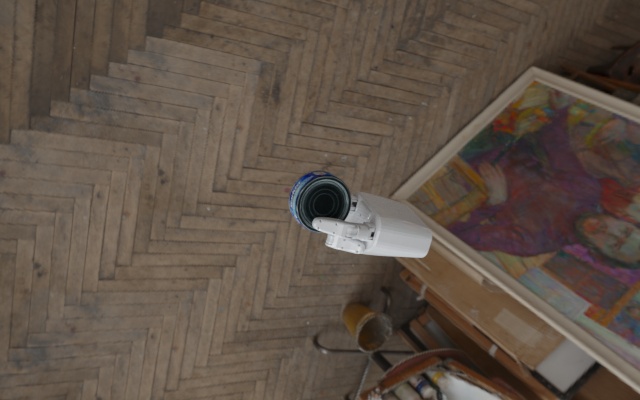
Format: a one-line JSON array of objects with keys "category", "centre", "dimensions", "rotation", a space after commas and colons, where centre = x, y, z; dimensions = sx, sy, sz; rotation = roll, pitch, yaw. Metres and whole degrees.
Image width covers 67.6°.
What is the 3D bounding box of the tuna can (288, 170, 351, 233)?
[{"category": "tuna can", "centre": [0.000, 0.002, 0.680], "dimensions": [0.086, 0.086, 0.033], "rotation": [0, 15, -22]}]
